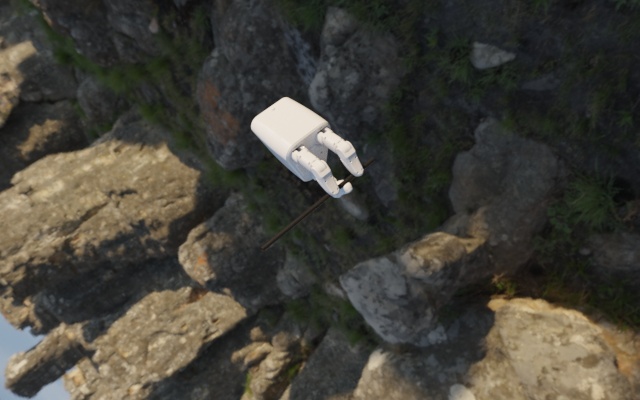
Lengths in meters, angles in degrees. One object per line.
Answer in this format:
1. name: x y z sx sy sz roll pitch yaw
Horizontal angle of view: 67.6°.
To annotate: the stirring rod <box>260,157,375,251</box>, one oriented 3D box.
1. stirring rod: 0.000 0.002 0.761 0.239 0.011 0.011 -39 15 -19
